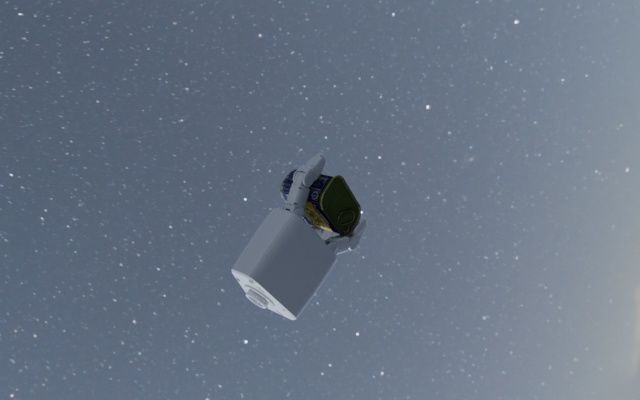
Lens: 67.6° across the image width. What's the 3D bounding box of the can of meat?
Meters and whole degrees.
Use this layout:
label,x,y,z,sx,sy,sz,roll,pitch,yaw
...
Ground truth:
label,x,y,z,sx,sy,sz,roll,pitch,yaw
can of meat,0.000,0.002,0.704,0.084,0.057,0.102,14,-28,38
